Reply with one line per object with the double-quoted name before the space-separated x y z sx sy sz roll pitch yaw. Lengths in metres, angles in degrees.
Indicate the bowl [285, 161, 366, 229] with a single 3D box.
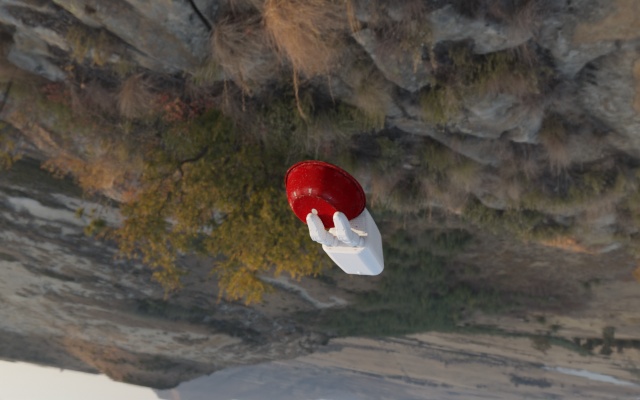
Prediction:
"bowl" -0.001 0.002 0.884 0.162 0.055 0.162 15 -39 12
